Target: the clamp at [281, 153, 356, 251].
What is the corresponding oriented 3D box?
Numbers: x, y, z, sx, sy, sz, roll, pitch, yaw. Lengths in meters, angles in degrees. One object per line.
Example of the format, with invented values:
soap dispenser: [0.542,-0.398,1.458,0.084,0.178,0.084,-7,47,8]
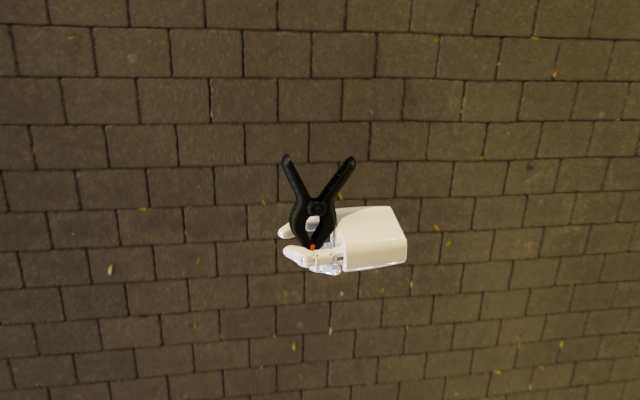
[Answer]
clamp: [0.000,0.003,0.765,0.120,0.171,0.039,-6,23,-10]
